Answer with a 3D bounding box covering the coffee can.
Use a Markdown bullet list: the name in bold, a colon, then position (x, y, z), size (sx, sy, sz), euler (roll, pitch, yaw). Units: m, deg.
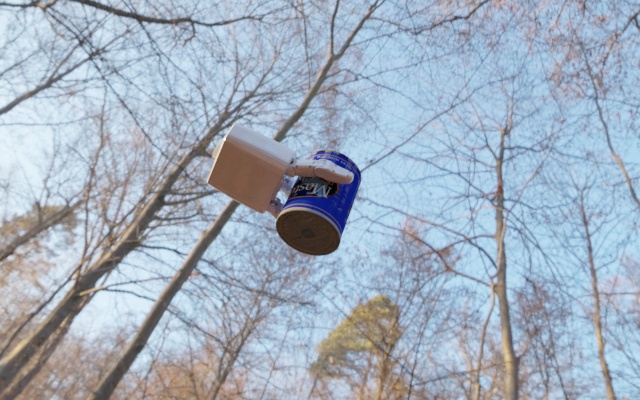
- **coffee can**: position (0.000, 0.003, 0.764), size (0.103, 0.103, 0.140), euler (0, 44, 24)
